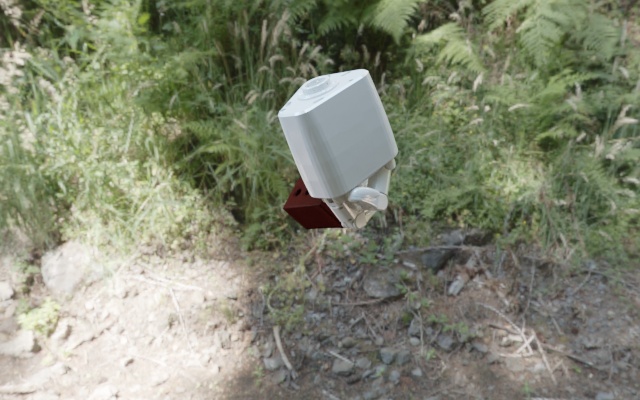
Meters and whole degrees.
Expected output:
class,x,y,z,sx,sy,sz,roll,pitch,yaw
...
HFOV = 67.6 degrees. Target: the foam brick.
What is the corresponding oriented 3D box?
class,x,y,z,sx,sy,sz,roll,pitch,yaw
foam brick,0.000,0.002,0.620,0.078,0.053,0.051,-7,-40,49
